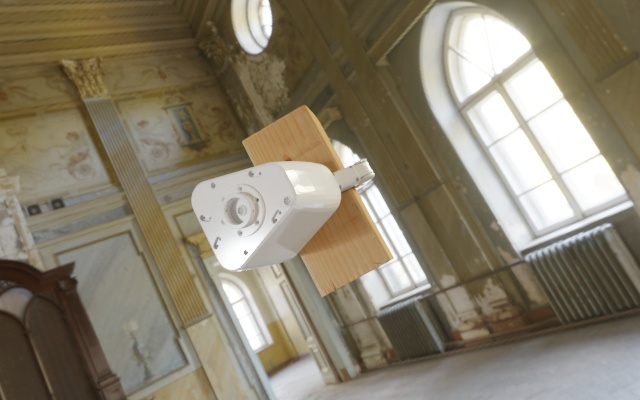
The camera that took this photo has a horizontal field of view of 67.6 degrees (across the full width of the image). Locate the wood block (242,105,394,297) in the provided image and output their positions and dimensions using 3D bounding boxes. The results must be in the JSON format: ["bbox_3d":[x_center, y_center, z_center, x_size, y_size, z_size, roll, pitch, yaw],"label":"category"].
[{"bbox_3d":[0.000,0.002,0.585,0.091,0.206,0.090,-29,-10,8],"label":"wood block"}]
